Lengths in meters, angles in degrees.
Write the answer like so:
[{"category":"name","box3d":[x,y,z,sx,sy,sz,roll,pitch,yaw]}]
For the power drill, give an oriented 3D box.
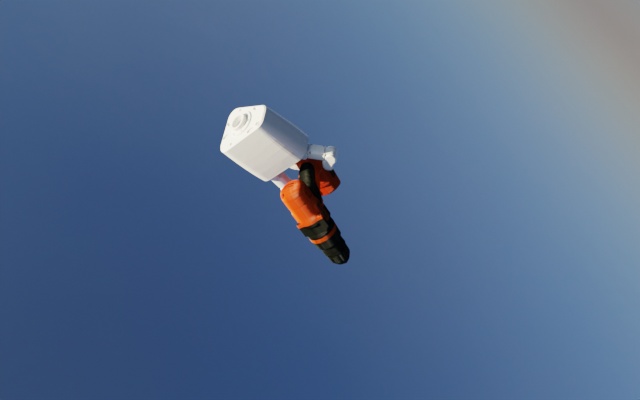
[{"category":"power drill","box3d":[0.000,0.002,0.864,0.057,0.184,0.187,-24,31,17]}]
